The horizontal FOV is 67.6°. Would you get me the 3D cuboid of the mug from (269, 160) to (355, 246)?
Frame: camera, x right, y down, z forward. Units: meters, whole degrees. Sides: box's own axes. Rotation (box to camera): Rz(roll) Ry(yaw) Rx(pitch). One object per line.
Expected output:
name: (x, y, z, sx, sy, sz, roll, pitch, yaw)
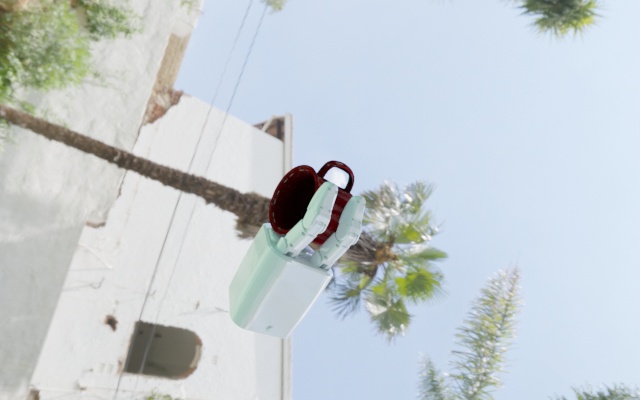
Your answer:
mug: (0.001, 0.001, 0.614, 0.081, 0.117, 0.093, 26, 12, -37)
